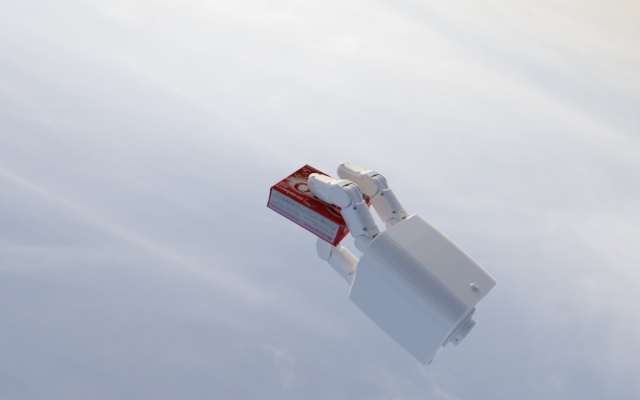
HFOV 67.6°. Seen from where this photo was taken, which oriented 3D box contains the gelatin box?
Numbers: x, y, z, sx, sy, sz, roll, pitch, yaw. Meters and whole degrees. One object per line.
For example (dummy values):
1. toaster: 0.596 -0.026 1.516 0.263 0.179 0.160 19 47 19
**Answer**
1. gelatin box: 0.000 0.002 0.508 0.089 0.030 0.073 28 35 17
